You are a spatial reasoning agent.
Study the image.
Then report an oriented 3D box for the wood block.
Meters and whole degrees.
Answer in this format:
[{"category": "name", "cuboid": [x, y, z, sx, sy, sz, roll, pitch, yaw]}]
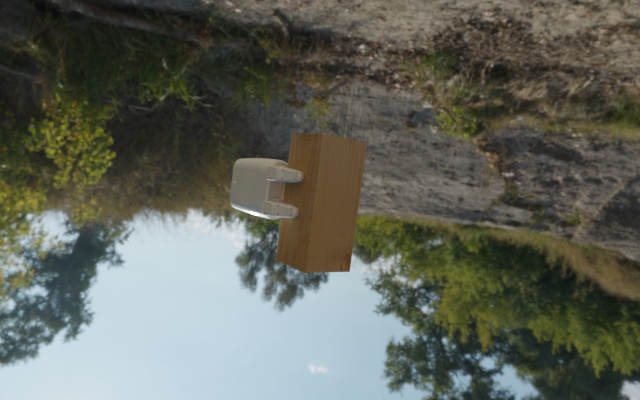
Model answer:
[{"category": "wood block", "cuboid": [0.000, 0.003, 0.756, 0.091, 0.206, 0.090, 5, 4, -37]}]
